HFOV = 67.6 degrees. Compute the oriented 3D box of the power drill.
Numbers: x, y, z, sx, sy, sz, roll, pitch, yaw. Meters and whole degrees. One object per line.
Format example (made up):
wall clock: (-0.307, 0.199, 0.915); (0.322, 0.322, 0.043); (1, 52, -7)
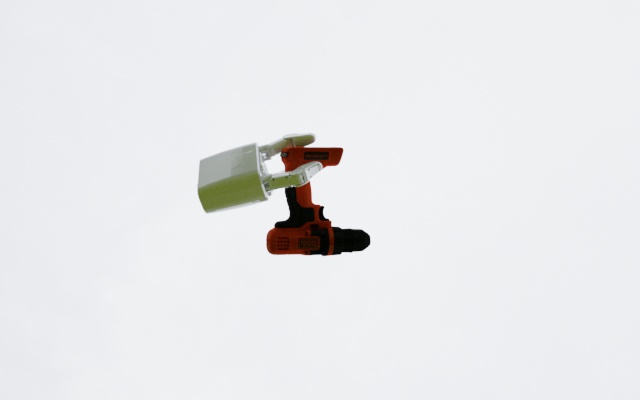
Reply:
power drill: (0.000, 0.002, 0.813); (0.184, 0.187, 0.057); (0, 3, -17)
